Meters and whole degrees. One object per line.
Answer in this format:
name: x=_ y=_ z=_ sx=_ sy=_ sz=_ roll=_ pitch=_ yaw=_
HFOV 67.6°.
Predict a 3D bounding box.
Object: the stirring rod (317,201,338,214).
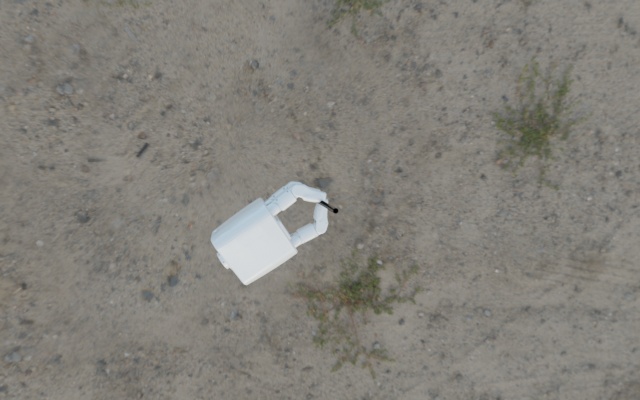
stirring rod: x=0.000 y=0.003 z=0.801 sx=0.011 sy=0.011 sz=0.239 roll=0 pitch=6 yaw=-10
